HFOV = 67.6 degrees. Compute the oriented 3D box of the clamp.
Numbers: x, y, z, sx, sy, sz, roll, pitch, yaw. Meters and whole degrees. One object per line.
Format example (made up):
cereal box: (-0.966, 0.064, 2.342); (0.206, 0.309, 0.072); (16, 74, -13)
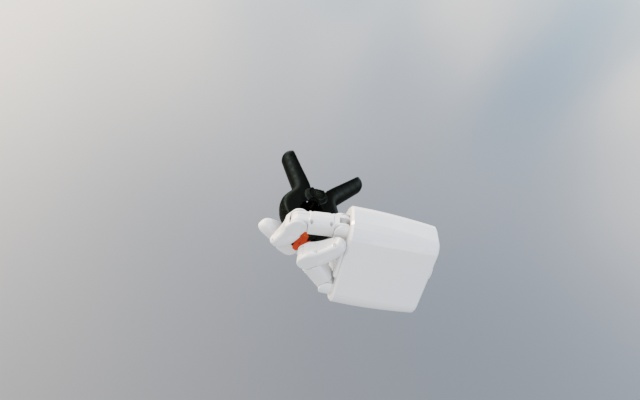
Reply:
clamp: (0.000, 0.002, 0.632); (0.120, 0.039, 0.171); (12, 43, -7)
